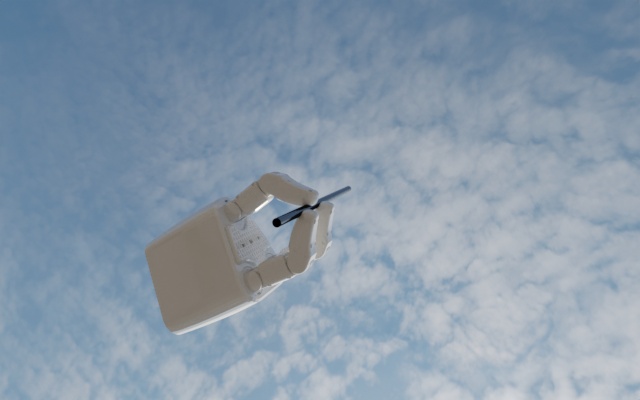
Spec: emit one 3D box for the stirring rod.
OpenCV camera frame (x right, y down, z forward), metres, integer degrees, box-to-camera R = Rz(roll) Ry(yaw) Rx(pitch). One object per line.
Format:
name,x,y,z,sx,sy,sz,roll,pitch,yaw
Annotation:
stirring rod,0.000,0.002,0.502,0.011,0.011,0.239,0,8,17
